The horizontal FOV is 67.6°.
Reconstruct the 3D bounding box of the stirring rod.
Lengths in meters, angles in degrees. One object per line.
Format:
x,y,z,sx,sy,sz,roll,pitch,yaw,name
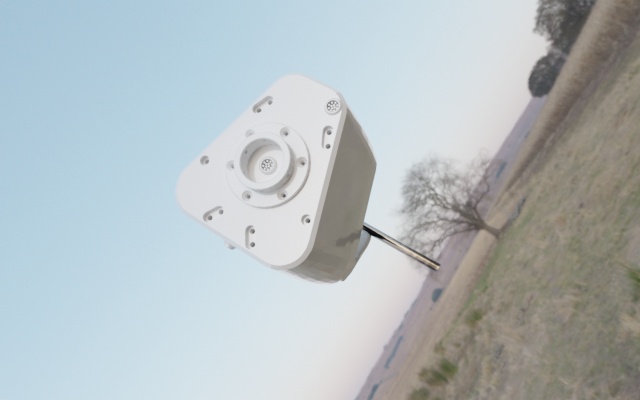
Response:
0.000,0.001,0.440,0.239,0.011,0.011,29,10,18,stirring rod
